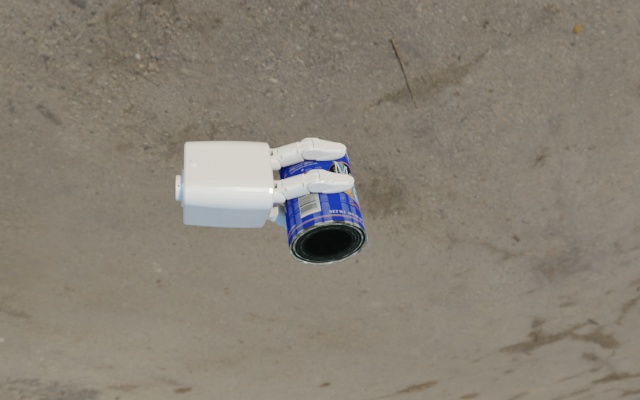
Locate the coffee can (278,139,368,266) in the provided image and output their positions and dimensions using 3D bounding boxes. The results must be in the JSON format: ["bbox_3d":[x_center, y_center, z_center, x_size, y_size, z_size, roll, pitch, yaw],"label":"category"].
[{"bbox_3d":[0.000,0.002,0.651,0.103,0.140,0.103,-7,-36,-5],"label":"coffee can"}]
